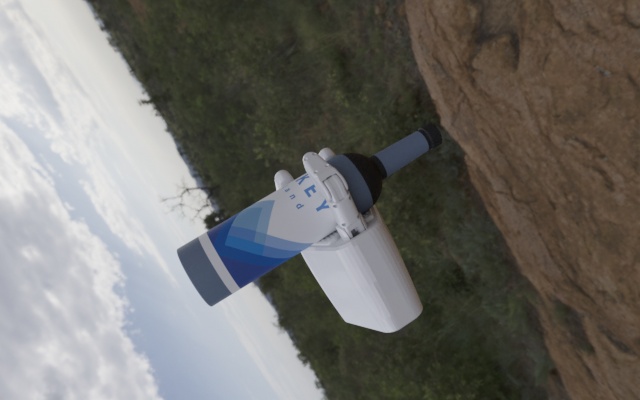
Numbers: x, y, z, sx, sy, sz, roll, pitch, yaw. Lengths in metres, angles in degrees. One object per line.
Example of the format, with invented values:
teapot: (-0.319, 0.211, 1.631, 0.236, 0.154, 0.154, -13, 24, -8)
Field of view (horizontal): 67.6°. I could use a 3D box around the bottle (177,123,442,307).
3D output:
bottle: (0.000, 0.002, 0.494, 0.295, 0.069, 0.069, -31, 6, -10)
